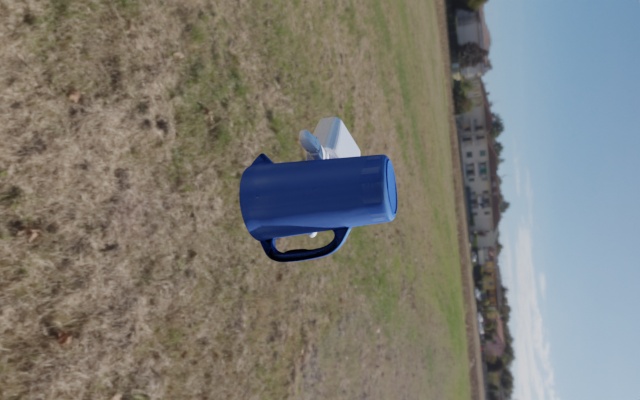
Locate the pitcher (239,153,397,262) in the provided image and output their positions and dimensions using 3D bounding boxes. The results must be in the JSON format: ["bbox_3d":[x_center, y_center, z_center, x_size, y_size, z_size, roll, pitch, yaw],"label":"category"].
[{"bbox_3d":[0.000,0.002,0.791,0.243,0.149,0.145,-6,40,17],"label":"pitcher"}]
